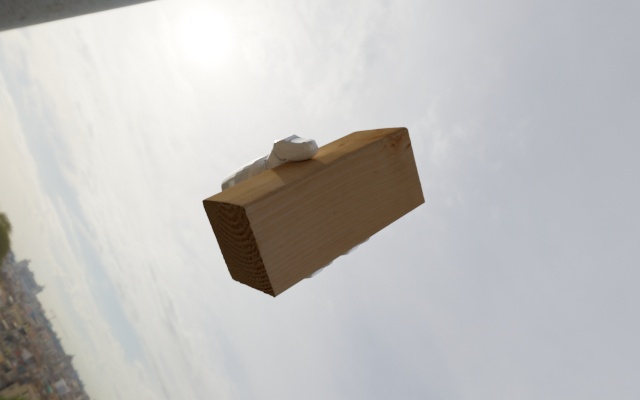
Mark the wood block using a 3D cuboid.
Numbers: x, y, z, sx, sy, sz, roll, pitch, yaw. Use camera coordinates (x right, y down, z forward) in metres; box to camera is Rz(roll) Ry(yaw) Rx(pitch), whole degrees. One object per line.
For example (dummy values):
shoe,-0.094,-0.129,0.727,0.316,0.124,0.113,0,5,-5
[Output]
wood block,0.000,0.001,0.491,0.206,0.091,0.090,-28,20,-32
